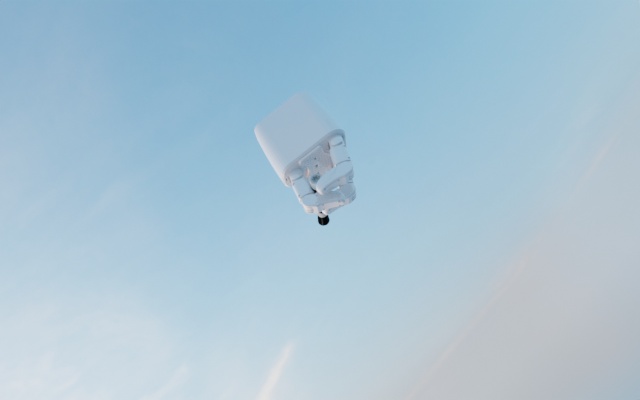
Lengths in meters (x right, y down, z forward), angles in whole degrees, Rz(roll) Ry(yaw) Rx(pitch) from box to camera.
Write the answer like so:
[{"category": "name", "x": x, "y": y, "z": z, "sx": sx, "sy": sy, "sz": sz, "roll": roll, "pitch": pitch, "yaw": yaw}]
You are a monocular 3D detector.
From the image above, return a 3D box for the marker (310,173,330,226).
[{"category": "marker", "x": 0.000, "y": 0.002, "z": 0.709, "sx": 0.020, "sy": 0.020, "sz": 0.121, "roll": 0, "pitch": -33, "yaw": 7}]
